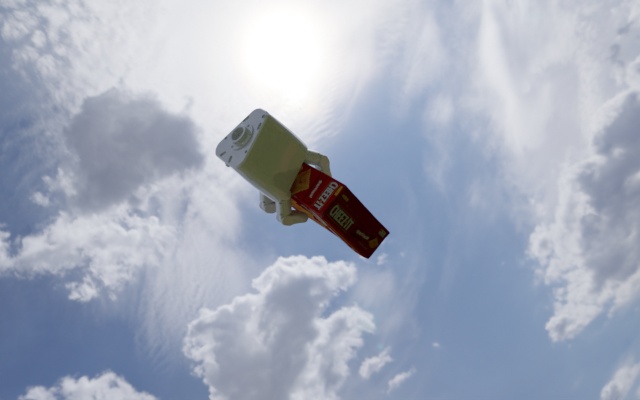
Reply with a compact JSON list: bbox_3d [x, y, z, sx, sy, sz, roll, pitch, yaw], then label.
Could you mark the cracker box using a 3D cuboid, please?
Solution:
[{"bbox_3d":[0.000,0.003,0.864,0.213,0.072,0.164,33,-7,46],"label":"cracker box"}]
